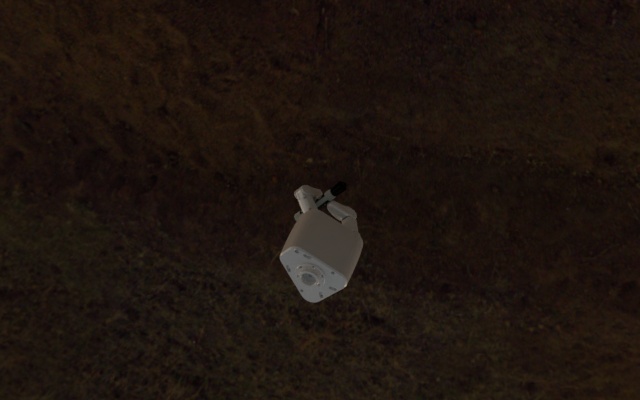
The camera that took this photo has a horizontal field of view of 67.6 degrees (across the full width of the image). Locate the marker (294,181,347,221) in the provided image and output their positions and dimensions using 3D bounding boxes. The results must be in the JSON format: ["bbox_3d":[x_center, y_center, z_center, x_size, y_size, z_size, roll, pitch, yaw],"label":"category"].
[{"bbox_3d":[0.000,0.003,0.827,0.121,0.020,0.020,-36,-22,33],"label":"marker"}]
